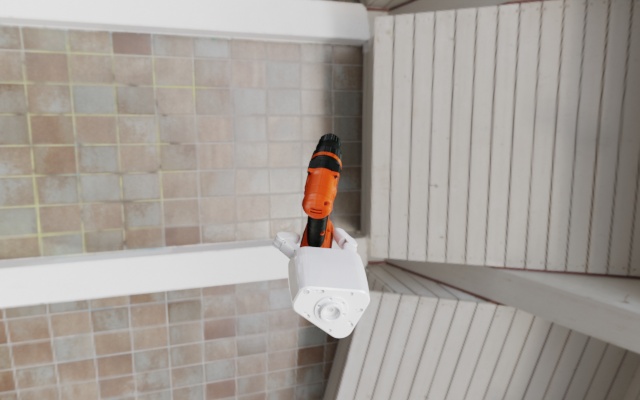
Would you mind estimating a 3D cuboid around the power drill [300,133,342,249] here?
[{"bbox_3d":[0.000,0.003,0.804,0.057,0.188,0.184,9,43,5],"label":"power drill"}]
